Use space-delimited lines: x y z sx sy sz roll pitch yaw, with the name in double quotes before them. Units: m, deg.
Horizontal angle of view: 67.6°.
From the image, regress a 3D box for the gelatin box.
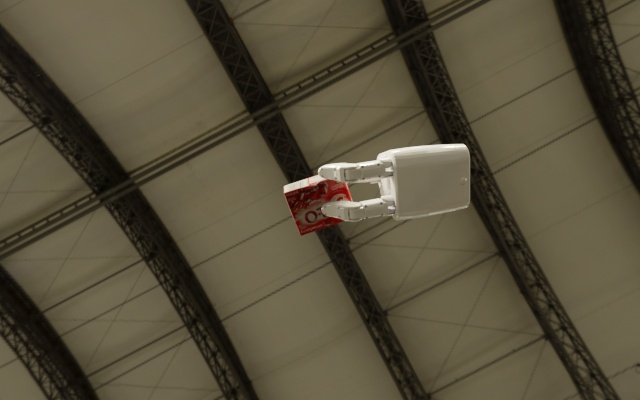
"gelatin box" 0.000 0.002 0.688 0.089 0.073 0.030 -18 25 4
